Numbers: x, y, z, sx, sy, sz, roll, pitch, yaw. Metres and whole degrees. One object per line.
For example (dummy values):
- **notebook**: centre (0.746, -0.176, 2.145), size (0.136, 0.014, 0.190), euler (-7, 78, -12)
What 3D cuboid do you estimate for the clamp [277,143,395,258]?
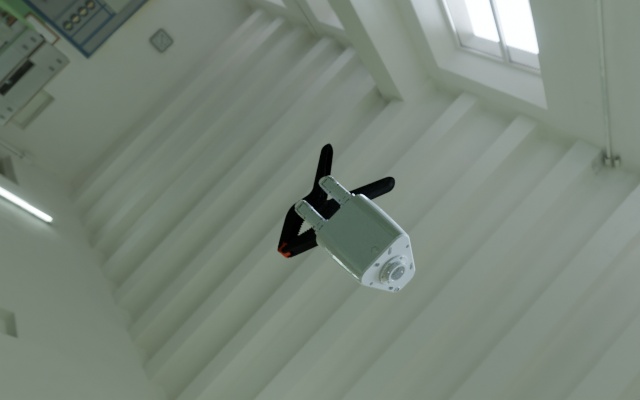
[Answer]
- **clamp**: centre (0.000, 0.003, 0.789), size (0.164, 0.210, 0.036), euler (43, -3, 42)
